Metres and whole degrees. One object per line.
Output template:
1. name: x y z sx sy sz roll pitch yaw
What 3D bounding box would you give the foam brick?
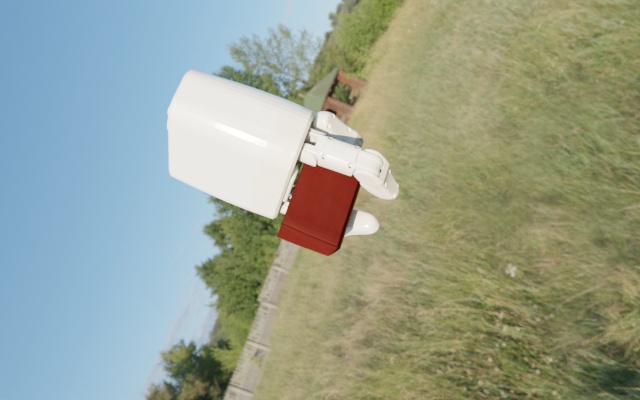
1. foam brick: 0.000 0.002 0.411 0.051 0.078 0.053 21 -18 -4
